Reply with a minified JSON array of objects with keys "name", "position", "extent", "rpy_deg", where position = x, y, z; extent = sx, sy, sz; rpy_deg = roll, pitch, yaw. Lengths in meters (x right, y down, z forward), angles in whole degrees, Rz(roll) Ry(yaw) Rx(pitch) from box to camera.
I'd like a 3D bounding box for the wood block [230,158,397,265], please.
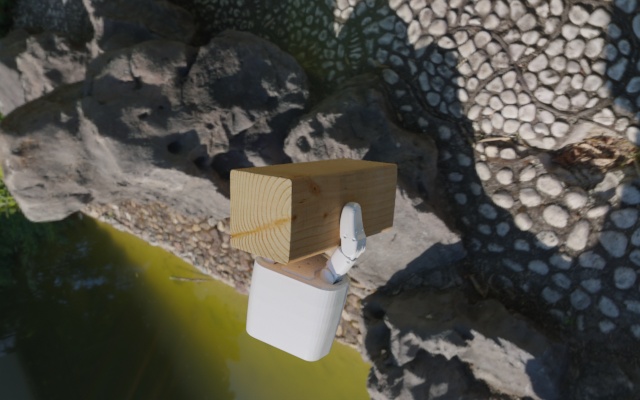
[{"name":"wood block","position":[0.000,0.002,0.575],"extent":[0.091,0.090,0.206],"rpy_deg":[12,15,37]}]
